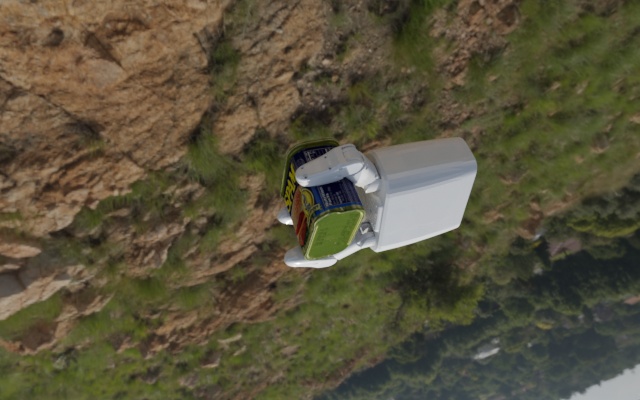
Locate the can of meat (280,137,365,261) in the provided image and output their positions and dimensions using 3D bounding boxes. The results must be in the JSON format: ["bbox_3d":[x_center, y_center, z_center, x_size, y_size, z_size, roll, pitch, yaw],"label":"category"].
[{"bbox_3d":[0.000,0.002,0.484,0.057,0.084,0.102,-11,-30,-18],"label":"can of meat"}]
